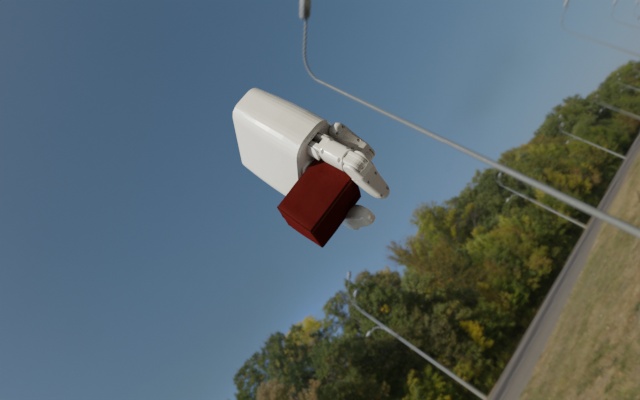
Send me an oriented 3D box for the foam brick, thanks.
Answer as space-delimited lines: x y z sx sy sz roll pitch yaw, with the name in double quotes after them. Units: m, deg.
0.000 0.002 0.522 0.051 0.078 0.053 31 -15 24 "foam brick"
